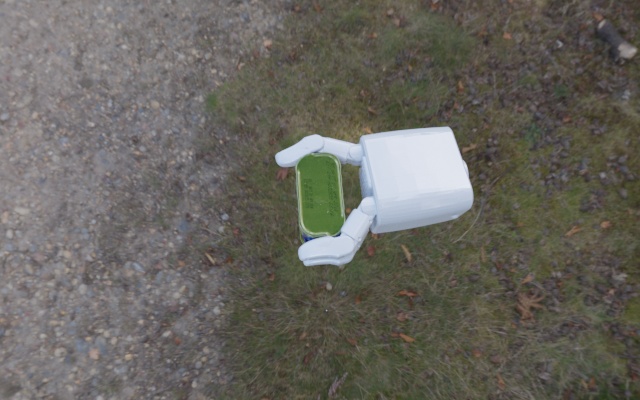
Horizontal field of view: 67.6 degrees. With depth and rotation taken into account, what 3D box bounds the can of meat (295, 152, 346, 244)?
[{"bbox_3d":[0.000,0.002,0.563,0.057,0.102,0.084,-5,-13,-1],"label":"can of meat"}]
